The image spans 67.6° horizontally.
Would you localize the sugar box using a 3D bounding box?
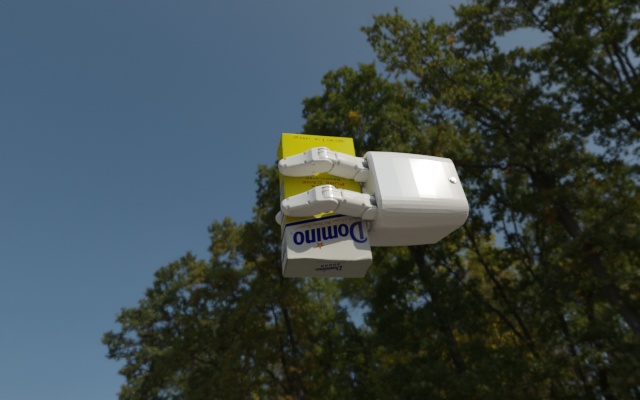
[{"bbox_3d":[0.000,0.001,0.551,0.093,0.176,0.048,2,-39,-12],"label":"sugar box"}]
